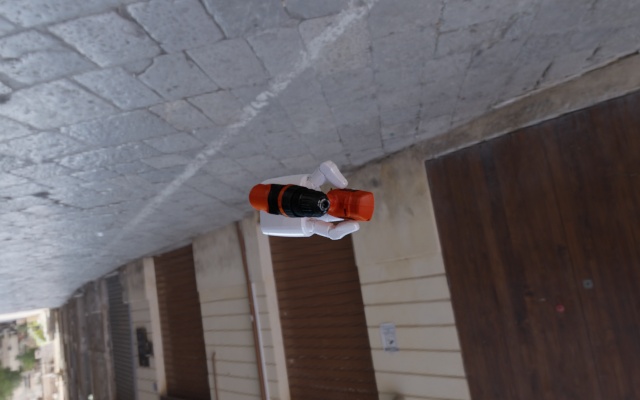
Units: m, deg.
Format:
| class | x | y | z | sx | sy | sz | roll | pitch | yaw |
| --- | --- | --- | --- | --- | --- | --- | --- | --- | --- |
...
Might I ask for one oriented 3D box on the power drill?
| class | x | y | z | sx | sy | sz | roll | pitch | yaw |
| --- | --- | --- | --- | --- | --- | --- | --- | --- | --- |
| power drill | 0.000 | 0.003 | 0.795 | 0.187 | 0.057 | 0.184 | 6 | 2 | -40 |
